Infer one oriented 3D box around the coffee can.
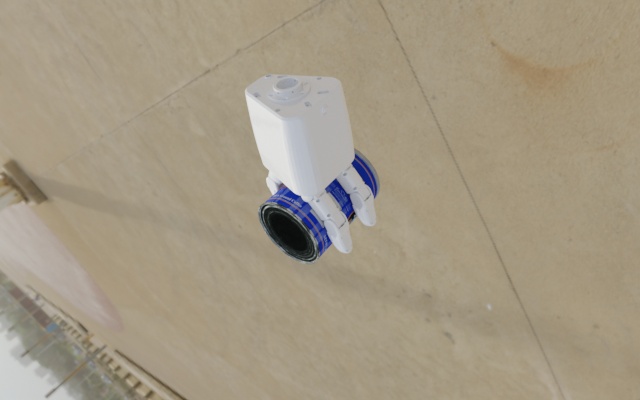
[{"bbox_3d":[0.000,0.002,0.649,0.103,0.103,0.140,0,37,50],"label":"coffee can"}]
